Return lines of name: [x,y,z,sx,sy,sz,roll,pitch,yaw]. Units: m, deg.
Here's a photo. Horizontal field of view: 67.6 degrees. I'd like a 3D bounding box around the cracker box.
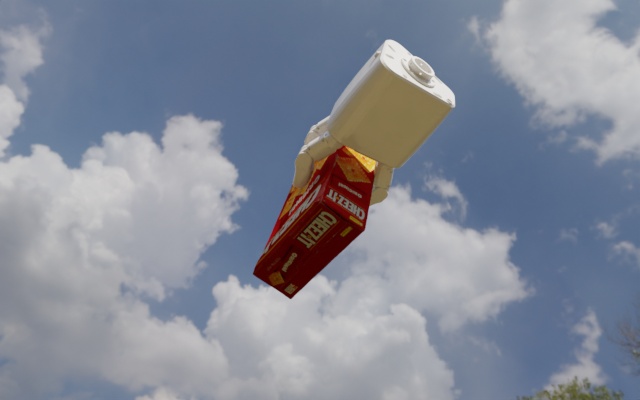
cracker box: [0.000,0.002,0.652,0.072,0.164,0.213,34,37,-11]
